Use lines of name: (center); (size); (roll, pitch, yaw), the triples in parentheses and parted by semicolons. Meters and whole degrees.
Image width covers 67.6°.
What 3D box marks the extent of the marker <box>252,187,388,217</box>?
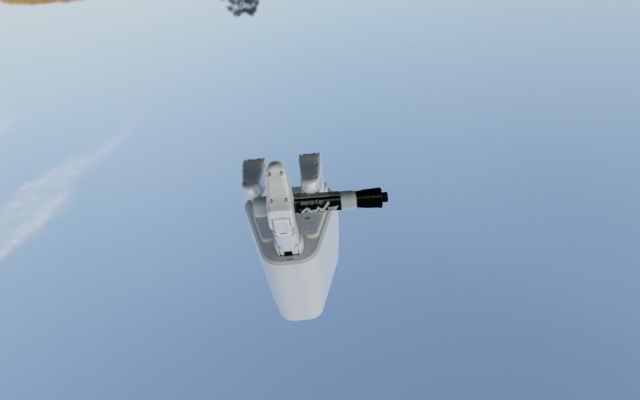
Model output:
marker: (0.000, 0.001, 0.431); (0.121, 0.020, 0.020); (-5, 0, 2)
